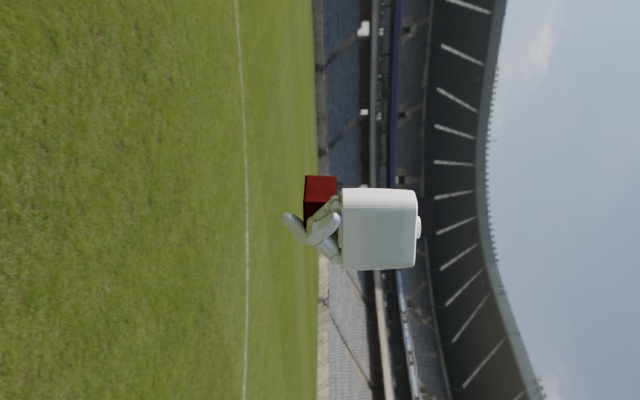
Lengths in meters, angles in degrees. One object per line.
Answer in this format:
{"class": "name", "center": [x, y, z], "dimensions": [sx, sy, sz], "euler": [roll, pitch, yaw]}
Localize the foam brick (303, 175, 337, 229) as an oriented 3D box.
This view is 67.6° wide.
{"class": "foam brick", "center": [0.000, 0.002, 0.742], "dimensions": [0.051, 0.053, 0.078], "euler": [0, 34, 1]}
